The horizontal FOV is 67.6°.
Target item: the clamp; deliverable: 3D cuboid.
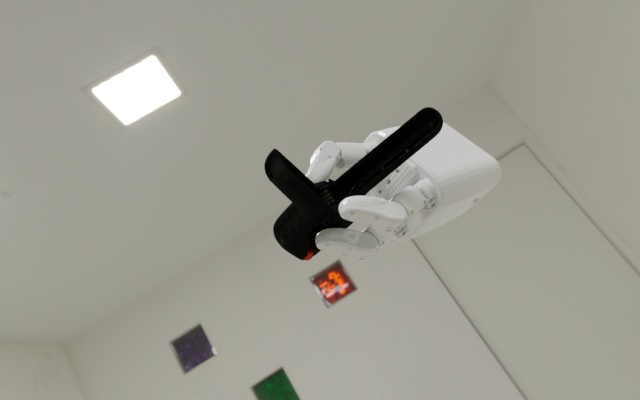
[{"bbox_3d":[0.000,0.001,0.433,0.164,0.036,0.210,-15,-26,-34],"label":"clamp"}]
